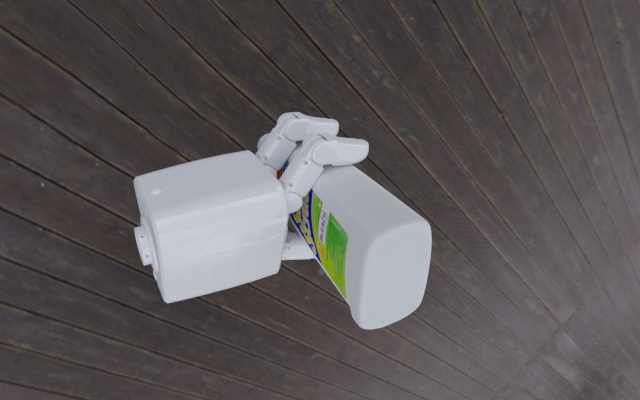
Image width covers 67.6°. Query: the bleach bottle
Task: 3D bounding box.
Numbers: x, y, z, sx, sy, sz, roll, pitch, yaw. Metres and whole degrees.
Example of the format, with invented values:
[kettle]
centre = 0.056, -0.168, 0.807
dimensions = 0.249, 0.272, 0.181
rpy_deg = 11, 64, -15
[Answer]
[bleach bottle]
centre = 0.000, 0.001, 0.457
dimensions = 0.068, 0.103, 0.250
rpy_deg = -15, 35, -24
